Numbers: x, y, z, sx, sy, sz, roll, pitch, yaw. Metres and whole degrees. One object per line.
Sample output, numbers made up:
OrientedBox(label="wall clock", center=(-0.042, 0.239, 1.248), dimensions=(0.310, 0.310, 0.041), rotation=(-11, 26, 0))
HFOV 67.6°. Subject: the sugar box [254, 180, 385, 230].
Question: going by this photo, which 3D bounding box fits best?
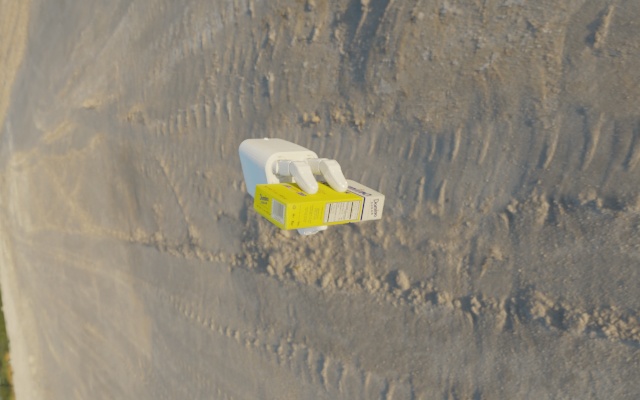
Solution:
OrientedBox(label="sugar box", center=(0.000, 0.002, 0.713), dimensions=(0.176, 0.048, 0.093), rotation=(-8, 23, -35))
